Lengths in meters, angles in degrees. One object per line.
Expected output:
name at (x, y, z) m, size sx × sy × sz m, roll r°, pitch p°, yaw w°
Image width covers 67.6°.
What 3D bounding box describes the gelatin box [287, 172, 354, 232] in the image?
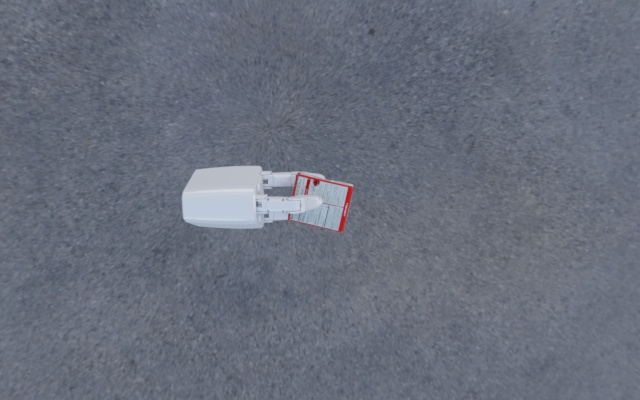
gelatin box at (0.000, 0.003, 0.729) m, size 0.089 × 0.073 × 0.030 m, roll 13°, pitch 9°, yaw 3°
